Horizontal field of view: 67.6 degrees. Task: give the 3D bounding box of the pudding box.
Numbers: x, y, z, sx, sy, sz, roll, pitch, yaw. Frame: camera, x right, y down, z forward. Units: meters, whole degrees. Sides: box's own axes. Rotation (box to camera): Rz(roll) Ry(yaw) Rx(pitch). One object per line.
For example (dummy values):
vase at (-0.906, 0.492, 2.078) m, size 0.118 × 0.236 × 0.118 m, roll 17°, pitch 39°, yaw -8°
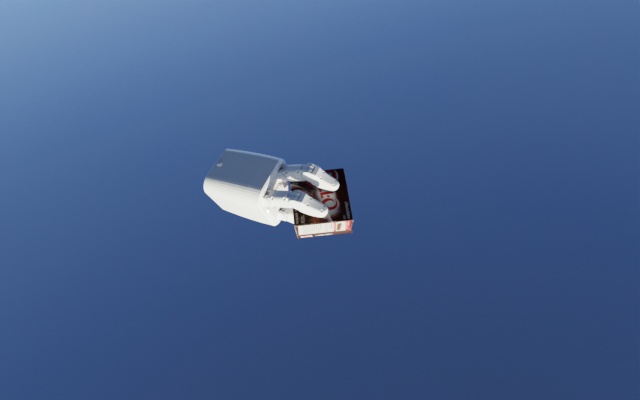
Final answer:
pudding box at (0.000, 0.003, 0.757) m, size 0.090 × 0.113 × 0.039 m, roll -7°, pitch -38°, yaw -2°
